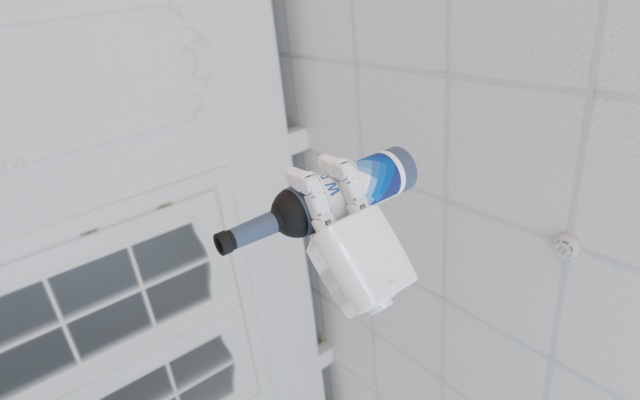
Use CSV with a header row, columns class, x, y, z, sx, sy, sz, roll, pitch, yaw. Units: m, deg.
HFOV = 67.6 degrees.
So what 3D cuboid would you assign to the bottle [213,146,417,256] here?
class,x,y,z,sx,sy,sz,roll,pitch,yaw
bottle,0.000,0.002,0.619,0.295,0.069,0.069,-23,12,-31
